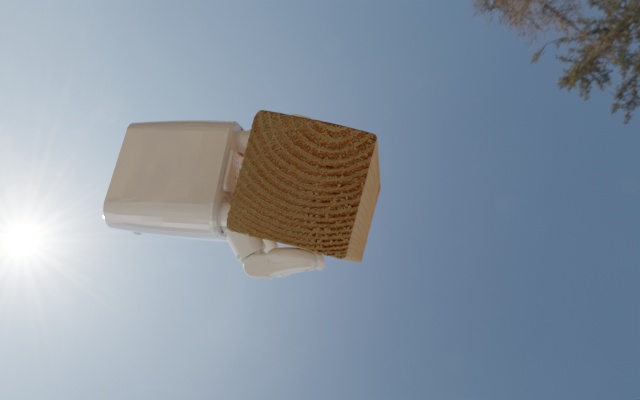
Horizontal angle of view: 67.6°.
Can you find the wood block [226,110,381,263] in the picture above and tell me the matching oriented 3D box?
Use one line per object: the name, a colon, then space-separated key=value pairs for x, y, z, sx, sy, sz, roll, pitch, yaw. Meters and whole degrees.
wood block: x=0.000 y=0.001 z=0.427 sx=0.090 sy=0.091 sz=0.206 roll=13 pitch=-6 yaw=9
